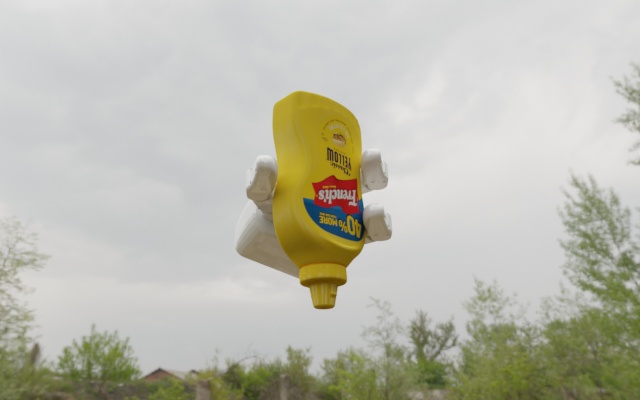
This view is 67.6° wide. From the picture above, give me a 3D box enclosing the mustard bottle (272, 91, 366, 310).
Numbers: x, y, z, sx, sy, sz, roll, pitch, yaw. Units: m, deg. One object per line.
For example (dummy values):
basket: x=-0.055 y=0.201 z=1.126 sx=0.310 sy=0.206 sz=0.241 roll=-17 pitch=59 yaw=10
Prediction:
mustard bottle: x=0.000 y=0.001 z=0.434 sx=0.058 sy=0.191 sz=0.096 roll=-20 pitch=-29 yaw=39
